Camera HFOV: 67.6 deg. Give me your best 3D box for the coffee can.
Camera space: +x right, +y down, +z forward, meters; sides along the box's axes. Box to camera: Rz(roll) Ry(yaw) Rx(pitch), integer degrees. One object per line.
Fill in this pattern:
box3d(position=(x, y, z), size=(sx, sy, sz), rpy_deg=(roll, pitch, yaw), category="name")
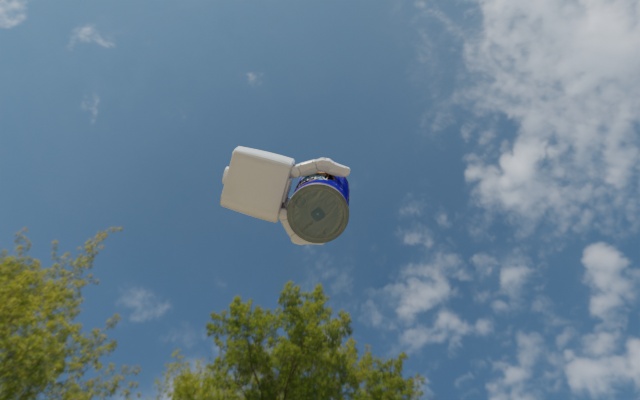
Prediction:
box3d(position=(0.000, 0.003, 0.843), size=(0.103, 0.103, 0.140), rpy_deg=(0, 17, 4), category="coffee can")
